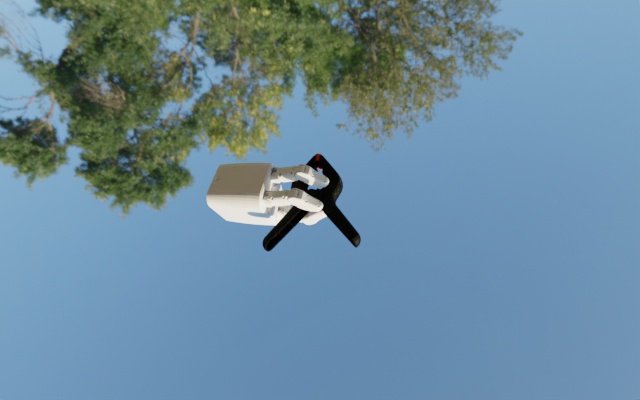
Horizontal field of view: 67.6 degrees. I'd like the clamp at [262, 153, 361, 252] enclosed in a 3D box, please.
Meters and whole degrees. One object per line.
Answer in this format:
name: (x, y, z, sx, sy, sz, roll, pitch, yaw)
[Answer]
clamp: (0.000, 0.003, 0.837, 0.164, 0.209, 0.036, 3, -38, 15)
